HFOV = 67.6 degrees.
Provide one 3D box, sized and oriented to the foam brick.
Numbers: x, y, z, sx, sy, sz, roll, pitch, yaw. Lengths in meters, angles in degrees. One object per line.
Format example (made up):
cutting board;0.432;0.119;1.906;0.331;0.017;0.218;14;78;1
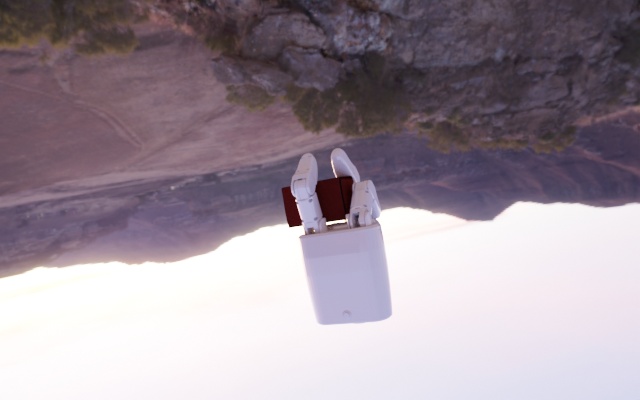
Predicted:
foam brick;0.000;0.002;0.582;0.078;0.051;0.053;-9;1;22
